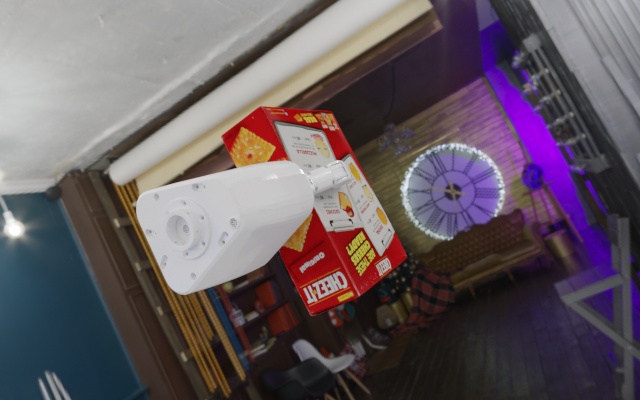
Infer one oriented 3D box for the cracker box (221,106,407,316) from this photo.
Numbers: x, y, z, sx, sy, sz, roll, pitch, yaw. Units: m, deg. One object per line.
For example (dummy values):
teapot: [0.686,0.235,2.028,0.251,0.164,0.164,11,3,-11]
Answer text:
cracker box: [0.000,0.002,0.549,0.072,0.213,0.164,-30,-6,27]
